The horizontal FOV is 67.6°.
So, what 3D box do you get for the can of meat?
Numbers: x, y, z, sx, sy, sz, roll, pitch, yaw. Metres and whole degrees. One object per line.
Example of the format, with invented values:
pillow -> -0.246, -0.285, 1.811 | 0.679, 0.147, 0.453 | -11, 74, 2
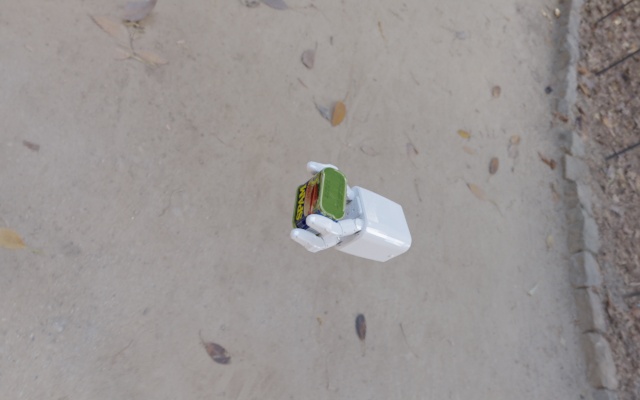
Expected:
can of meat -> 0.000, 0.002, 0.817 | 0.057, 0.102, 0.084 | 23, -36, -25
